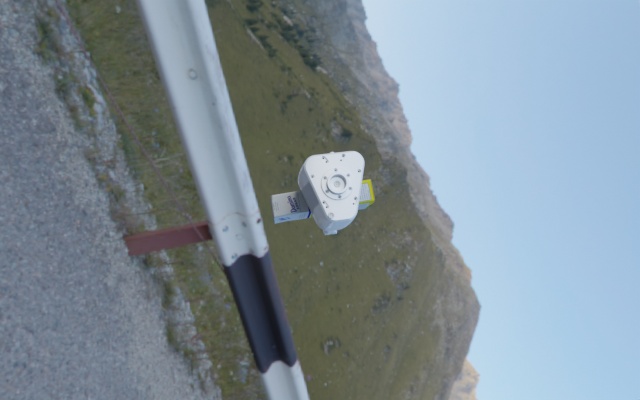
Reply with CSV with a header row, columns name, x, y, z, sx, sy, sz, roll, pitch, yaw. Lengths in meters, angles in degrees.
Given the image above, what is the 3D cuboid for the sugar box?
name,x,y,z,sx,sy,sz,roll,pitch,yaw
sugar box,0.000,0.002,0.851,0.176,0.048,0.093,-7,-9,-6
